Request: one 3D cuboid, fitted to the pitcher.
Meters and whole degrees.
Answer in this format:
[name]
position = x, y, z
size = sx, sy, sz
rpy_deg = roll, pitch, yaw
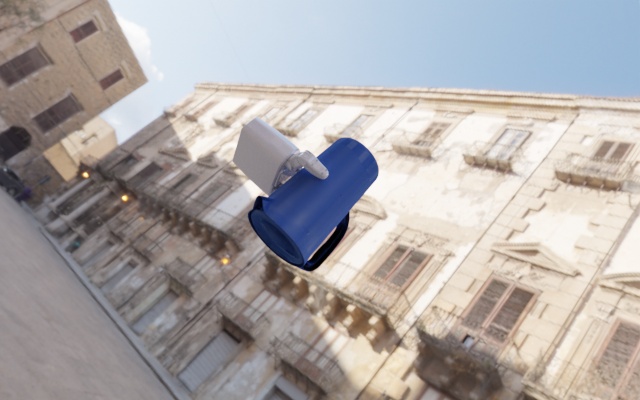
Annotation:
[pitcher]
position = 0.000, 0.003, 0.875
size = 0.145, 0.242, 0.149
rpy_deg = 40, -25, 12
